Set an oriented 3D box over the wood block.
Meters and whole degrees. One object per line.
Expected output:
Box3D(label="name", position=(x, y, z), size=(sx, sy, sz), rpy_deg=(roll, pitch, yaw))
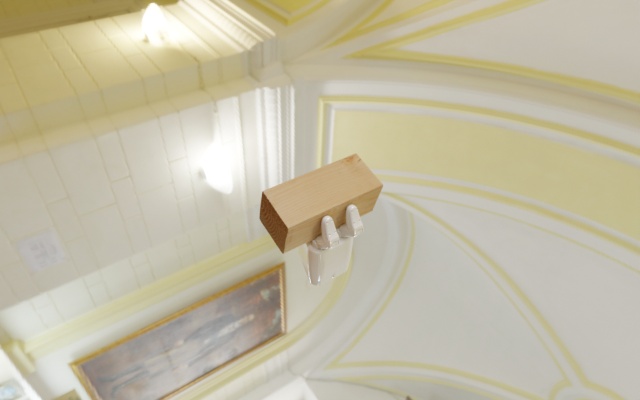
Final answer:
Box3D(label="wood block", position=(0.000, 0.003, 0.884), size=(0.206, 0.090, 0.090), rpy_deg=(-24, -29, -26))
